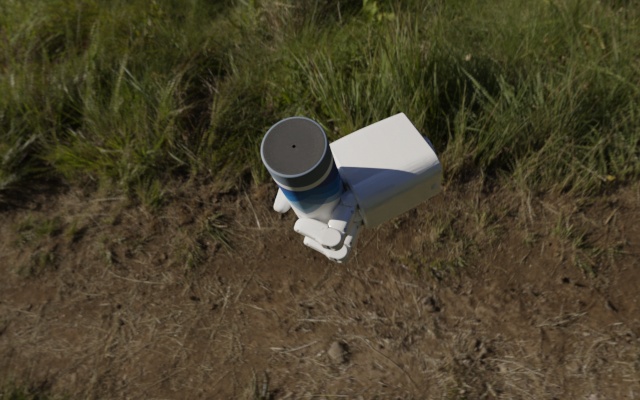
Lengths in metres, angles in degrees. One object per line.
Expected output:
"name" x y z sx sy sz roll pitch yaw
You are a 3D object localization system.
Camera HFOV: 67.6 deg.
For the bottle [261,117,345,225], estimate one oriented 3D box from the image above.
"bottle" 0.000 0.002 0.593 0.069 0.069 0.296 0 -22 11
